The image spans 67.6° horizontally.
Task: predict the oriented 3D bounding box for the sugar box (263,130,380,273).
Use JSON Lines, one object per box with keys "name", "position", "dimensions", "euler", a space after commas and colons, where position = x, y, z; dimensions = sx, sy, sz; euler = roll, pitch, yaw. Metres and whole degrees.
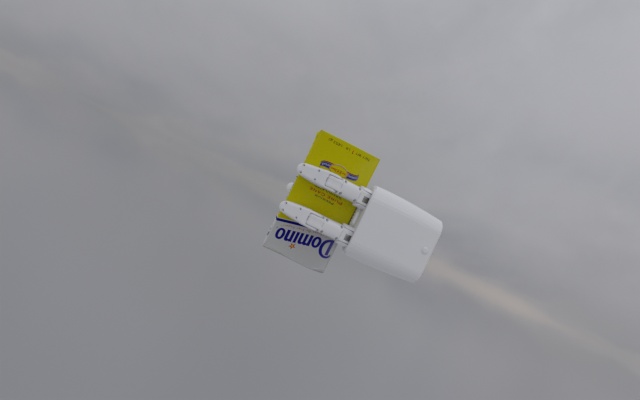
{"name": "sugar box", "position": [0.000, 0.002, 0.656], "dimensions": [0.093, 0.176, 0.048], "euler": [26, -1, -6]}
